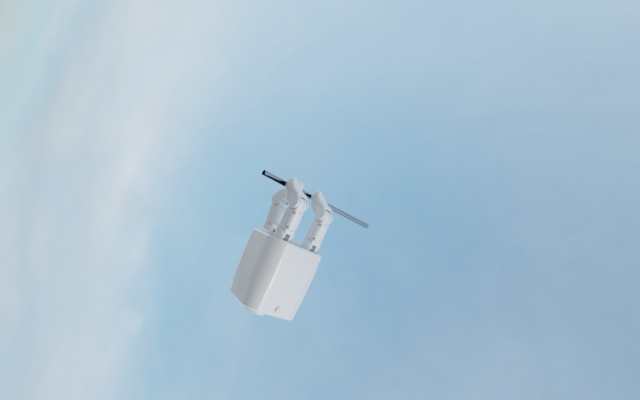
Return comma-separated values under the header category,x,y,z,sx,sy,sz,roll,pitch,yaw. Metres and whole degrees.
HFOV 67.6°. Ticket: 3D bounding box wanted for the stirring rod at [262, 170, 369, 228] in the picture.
category,x,y,z,sx,sy,sz,roll,pitch,yaw
stirring rod,0.000,0.003,0.760,0.011,0.011,0.239,0,-21,46
